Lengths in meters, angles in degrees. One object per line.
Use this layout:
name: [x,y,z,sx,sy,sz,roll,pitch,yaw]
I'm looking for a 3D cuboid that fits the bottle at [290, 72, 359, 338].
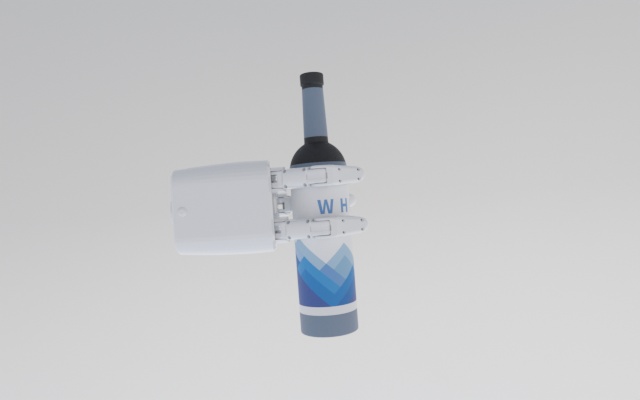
bottle: [0.000,0.002,0.550,0.069,0.295,0.069,-4,0,0]
